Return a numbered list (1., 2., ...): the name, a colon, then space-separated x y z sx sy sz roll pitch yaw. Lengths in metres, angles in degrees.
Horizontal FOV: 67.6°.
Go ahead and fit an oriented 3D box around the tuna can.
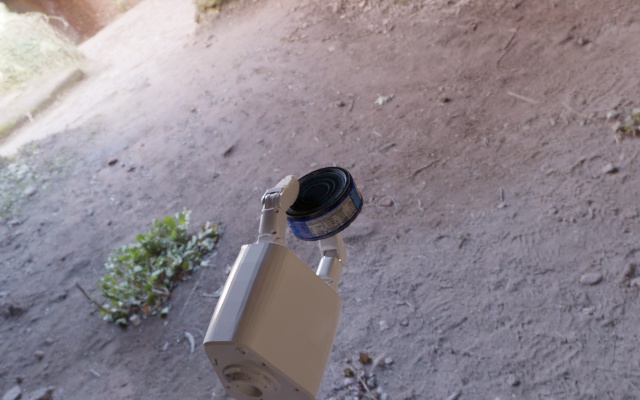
1. tuna can: 0.000 0.001 0.510 0.086 0.034 0.086 -21 32 14
